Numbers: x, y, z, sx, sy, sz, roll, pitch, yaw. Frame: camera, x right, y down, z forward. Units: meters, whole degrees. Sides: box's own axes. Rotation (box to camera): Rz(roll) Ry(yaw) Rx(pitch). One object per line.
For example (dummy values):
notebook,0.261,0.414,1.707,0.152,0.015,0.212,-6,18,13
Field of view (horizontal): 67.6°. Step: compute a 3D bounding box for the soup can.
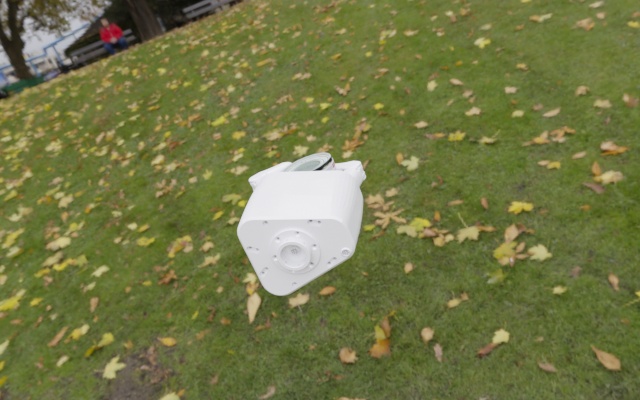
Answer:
soup can,0.000,0.001,0.580,0.068,0.102,0.068,-20,21,8
